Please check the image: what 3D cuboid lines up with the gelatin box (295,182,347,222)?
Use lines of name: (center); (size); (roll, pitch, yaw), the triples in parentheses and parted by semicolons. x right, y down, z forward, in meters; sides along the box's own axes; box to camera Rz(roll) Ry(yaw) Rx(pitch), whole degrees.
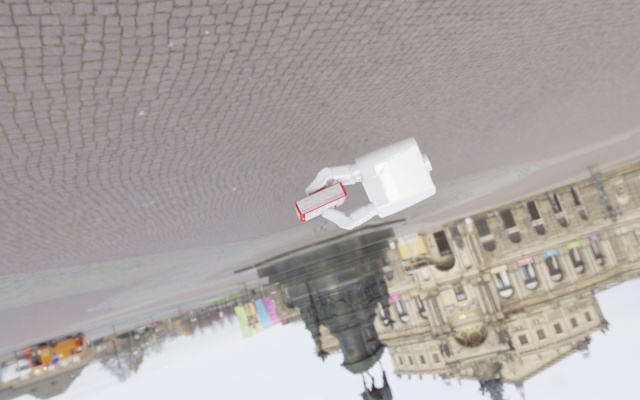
gelatin box: (0.000, 0.003, 0.839); (0.089, 0.030, 0.073); (-25, -9, -6)
